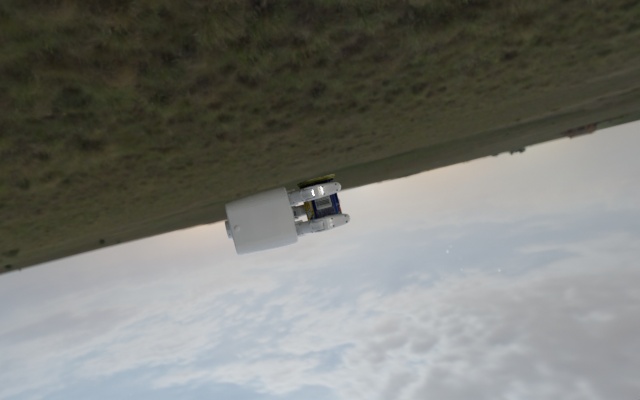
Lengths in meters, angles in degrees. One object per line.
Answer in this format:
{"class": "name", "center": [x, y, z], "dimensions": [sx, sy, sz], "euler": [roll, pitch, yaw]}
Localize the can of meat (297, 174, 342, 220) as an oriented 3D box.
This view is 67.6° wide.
{"class": "can of meat", "center": [0.000, 0.003, 0.843], "dimensions": [0.057, 0.084, 0.102], "euler": [-14, 1, -11]}
